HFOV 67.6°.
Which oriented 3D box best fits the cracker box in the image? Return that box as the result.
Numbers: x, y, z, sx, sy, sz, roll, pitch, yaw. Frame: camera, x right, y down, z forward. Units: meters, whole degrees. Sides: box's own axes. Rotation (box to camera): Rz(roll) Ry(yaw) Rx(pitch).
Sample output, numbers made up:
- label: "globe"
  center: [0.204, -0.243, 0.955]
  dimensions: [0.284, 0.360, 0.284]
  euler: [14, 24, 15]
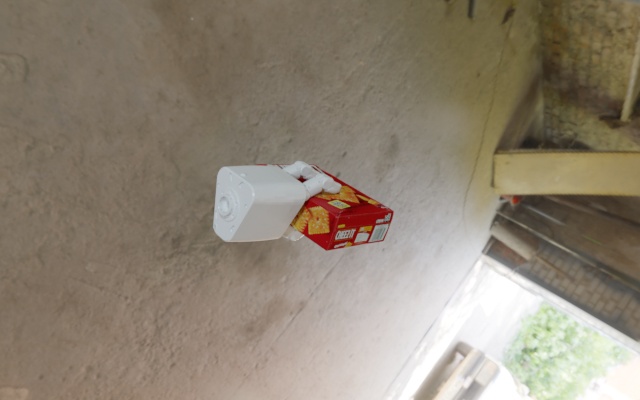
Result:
- label: "cracker box"
  center: [0.000, 0.003, 0.858]
  dimensions: [0.213, 0.072, 0.164]
  euler: [33, 23, 36]
